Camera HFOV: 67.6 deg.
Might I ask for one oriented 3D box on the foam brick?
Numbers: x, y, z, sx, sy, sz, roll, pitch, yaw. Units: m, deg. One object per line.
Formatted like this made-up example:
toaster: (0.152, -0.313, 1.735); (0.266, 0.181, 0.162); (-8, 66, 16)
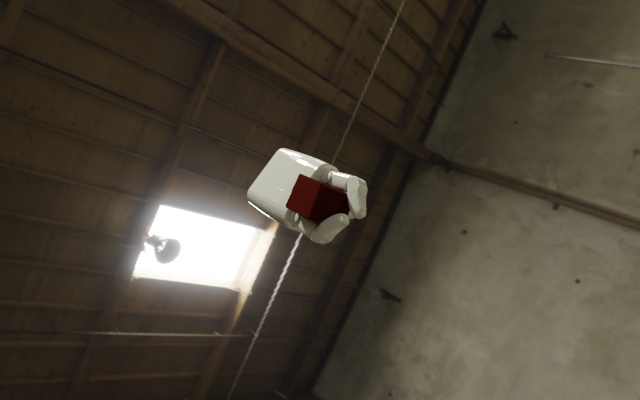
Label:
foam brick: (0.000, 0.002, 0.672); (0.051, 0.053, 0.078); (27, 4, 41)
